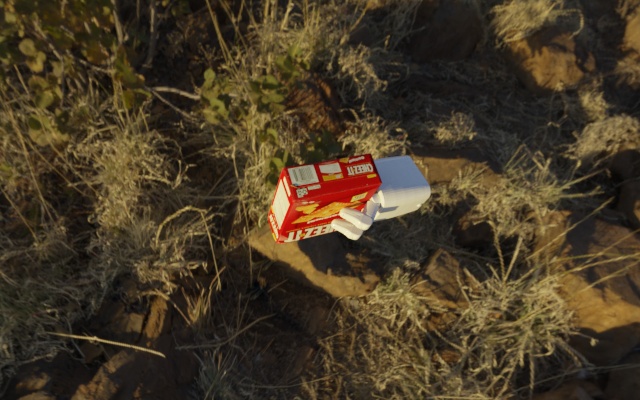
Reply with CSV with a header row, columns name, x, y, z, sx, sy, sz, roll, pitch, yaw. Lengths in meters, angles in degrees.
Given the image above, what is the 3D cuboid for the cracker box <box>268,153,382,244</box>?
name,x,y,z,sx,sy,sz,roll,pitch,yaw
cracker box,0.000,0.003,0.889,0.164,0.072,0.214,-11,-22,-18
